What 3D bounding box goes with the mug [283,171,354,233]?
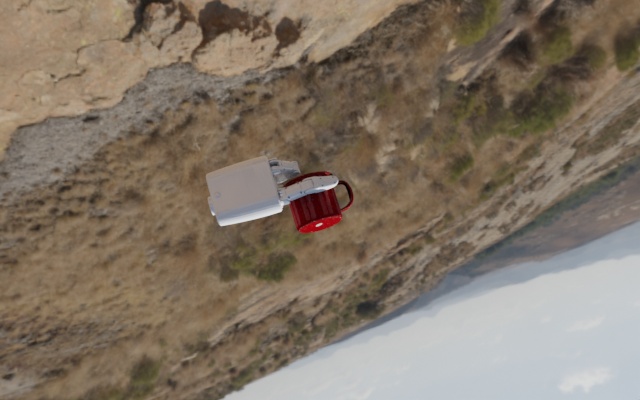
[{"bbox_3d":[0.002,0.003,0.826,0.117,0.081,0.093,-16,-16,-6],"label":"mug"}]
